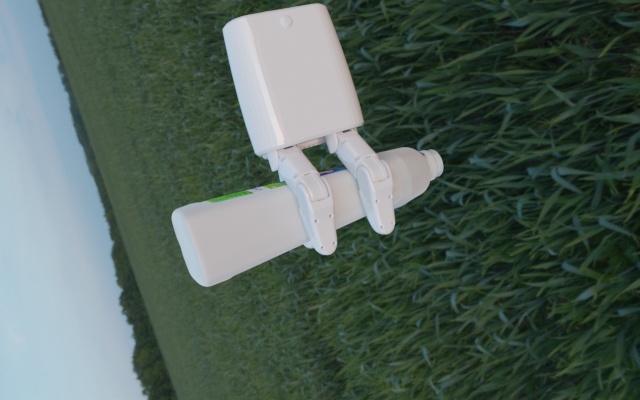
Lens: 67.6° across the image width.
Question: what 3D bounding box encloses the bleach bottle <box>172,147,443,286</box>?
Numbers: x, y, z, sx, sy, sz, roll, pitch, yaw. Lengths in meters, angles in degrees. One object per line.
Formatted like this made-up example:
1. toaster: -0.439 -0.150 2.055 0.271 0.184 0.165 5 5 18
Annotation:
1. bleach bottle: 0.000 0.001 0.436 0.251 0.068 0.102 -19 5 -22
